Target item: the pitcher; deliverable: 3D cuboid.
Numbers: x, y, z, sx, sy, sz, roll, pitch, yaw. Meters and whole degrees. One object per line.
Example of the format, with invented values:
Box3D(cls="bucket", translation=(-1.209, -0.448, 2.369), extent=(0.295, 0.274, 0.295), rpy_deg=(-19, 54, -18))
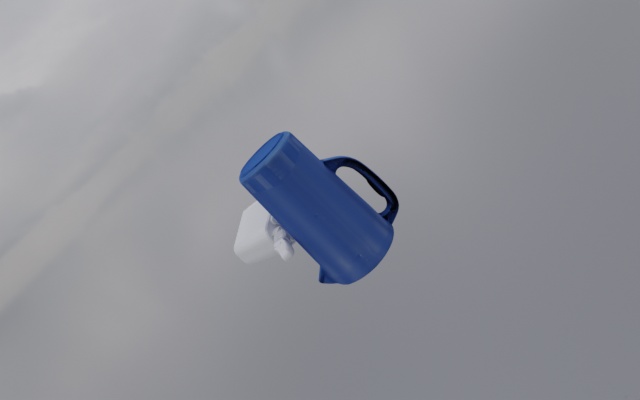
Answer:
Box3D(cls="pitcher", translation=(0.000, 0.003, 0.753), extent=(0.145, 0.243, 0.149), rpy_deg=(-27, 26, 43))
